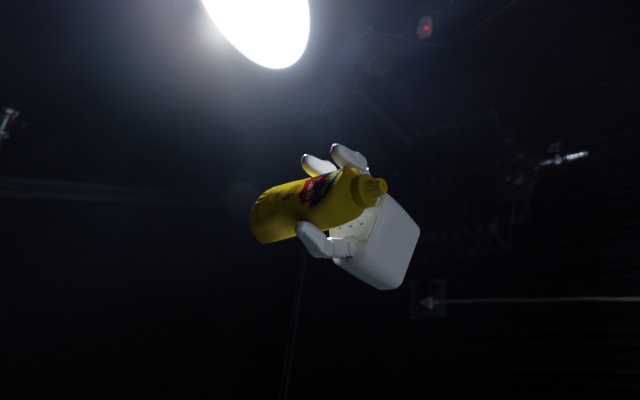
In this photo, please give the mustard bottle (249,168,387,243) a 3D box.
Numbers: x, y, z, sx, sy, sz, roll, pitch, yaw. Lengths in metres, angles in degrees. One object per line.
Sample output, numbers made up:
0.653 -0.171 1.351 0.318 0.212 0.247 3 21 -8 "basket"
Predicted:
0.000 0.002 0.614 0.191 0.058 0.096 -13 29 37 "mustard bottle"
